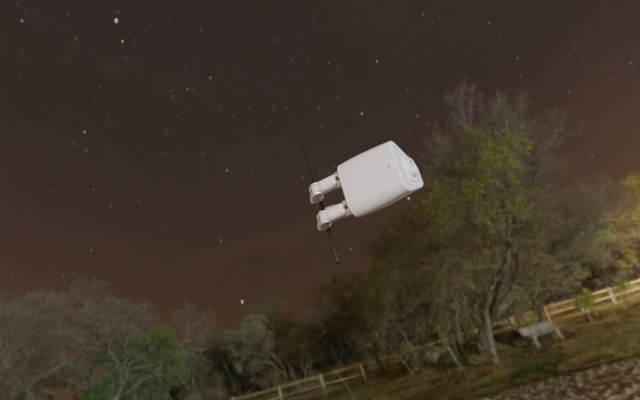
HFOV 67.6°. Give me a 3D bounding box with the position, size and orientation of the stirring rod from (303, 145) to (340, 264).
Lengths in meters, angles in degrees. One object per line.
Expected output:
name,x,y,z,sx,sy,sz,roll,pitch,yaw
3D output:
stirring rod,0.000,0.003,0.888,0.011,0.239,0.011,-14,-20,-5
